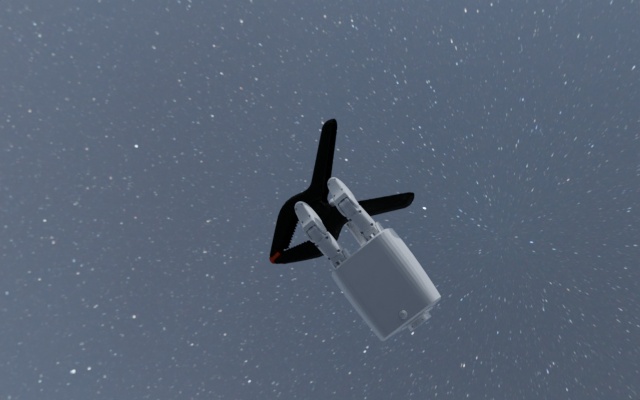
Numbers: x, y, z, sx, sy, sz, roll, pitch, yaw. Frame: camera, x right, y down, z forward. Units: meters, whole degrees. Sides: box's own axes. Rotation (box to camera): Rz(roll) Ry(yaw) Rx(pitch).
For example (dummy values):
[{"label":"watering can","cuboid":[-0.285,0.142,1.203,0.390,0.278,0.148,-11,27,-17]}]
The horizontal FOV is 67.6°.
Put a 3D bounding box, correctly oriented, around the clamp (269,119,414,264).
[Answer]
[{"label":"clamp","cuboid":[0.000,0.003,0.653,0.210,0.164,0.036,-41,-21,14]}]
